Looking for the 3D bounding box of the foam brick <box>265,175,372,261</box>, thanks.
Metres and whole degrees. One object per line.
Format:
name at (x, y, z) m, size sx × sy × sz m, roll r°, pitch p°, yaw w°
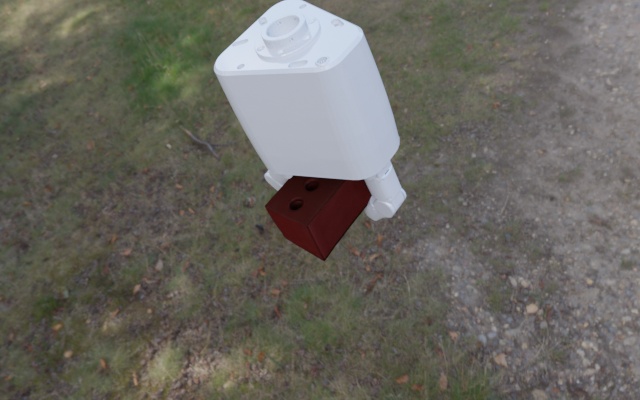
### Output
foam brick at (0.000, 0.002, 0.422) m, size 0.053 × 0.078 × 0.051 m, roll 24°, pitch -25°, yaw 35°
